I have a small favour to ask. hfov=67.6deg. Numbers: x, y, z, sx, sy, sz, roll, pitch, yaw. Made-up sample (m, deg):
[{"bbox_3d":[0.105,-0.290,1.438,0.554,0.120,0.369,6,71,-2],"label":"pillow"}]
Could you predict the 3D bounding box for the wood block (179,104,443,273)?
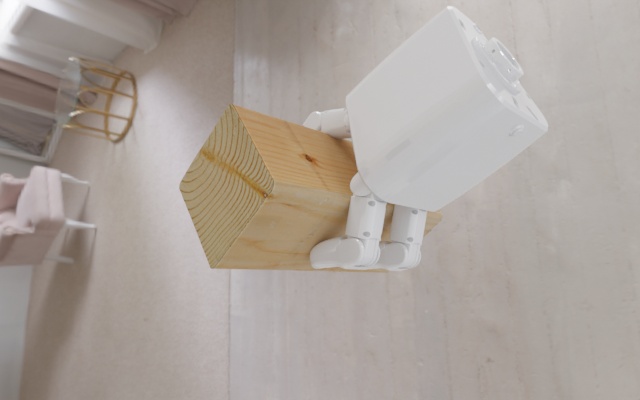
[{"bbox_3d":[0.000,0.001,0.416,0.206,0.090,0.090,10,-51,-44],"label":"wood block"}]
